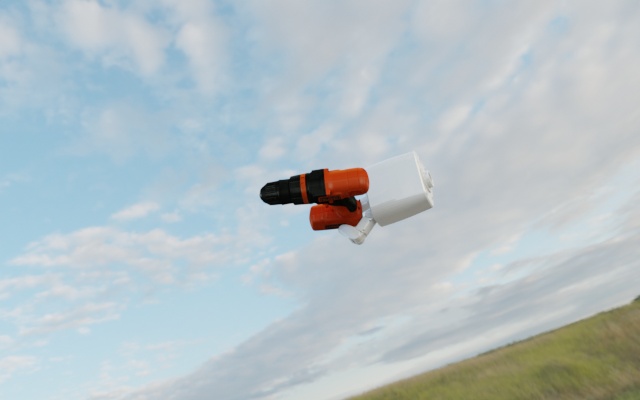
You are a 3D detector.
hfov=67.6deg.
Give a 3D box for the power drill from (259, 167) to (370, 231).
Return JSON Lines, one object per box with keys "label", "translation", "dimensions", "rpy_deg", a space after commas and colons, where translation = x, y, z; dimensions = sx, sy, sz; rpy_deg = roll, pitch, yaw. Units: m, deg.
{"label": "power drill", "translation": [0.000, 0.003, 0.855], "dimensions": [0.184, 0.057, 0.188], "rpy_deg": [-6, -19, 8]}
